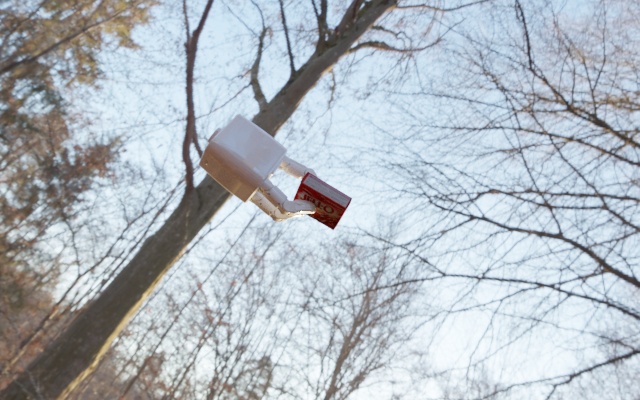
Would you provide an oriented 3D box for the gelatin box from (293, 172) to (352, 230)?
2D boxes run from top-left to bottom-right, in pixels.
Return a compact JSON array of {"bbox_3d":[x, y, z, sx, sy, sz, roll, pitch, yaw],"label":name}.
[{"bbox_3d":[0.001,0.003,0.807,0.089,0.030,0.073,30,-37,2],"label":"gelatin box"}]
